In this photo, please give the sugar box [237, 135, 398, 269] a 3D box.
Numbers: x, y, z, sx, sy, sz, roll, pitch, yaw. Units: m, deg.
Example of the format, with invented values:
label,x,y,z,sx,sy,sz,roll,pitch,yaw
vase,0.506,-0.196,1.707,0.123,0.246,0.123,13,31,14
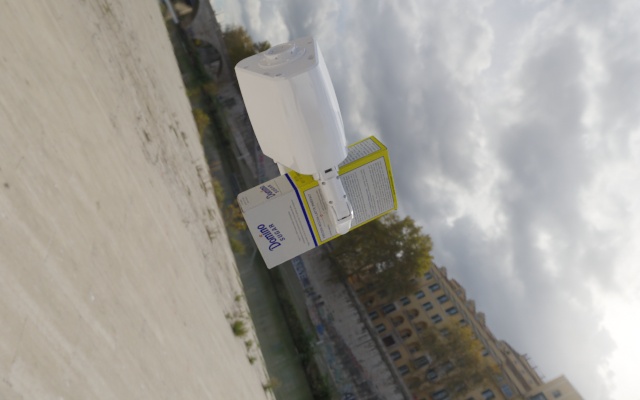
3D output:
label,x,y,z,sx,sy,sz,roll,pitch,yaw
sugar box,0.000,0.001,0.561,0.176,0.093,0.048,-22,37,-7
